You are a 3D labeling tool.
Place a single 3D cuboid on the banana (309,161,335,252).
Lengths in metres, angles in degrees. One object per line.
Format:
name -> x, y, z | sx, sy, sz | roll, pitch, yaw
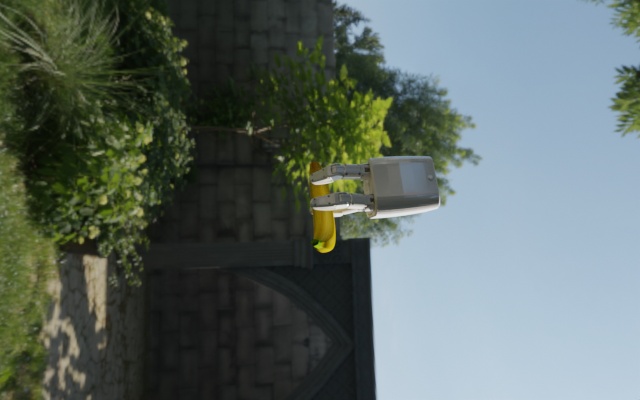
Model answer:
banana -> 0.003, 0.018, 0.797 | 0.037, 0.070, 0.197 | -7, 43, 3
